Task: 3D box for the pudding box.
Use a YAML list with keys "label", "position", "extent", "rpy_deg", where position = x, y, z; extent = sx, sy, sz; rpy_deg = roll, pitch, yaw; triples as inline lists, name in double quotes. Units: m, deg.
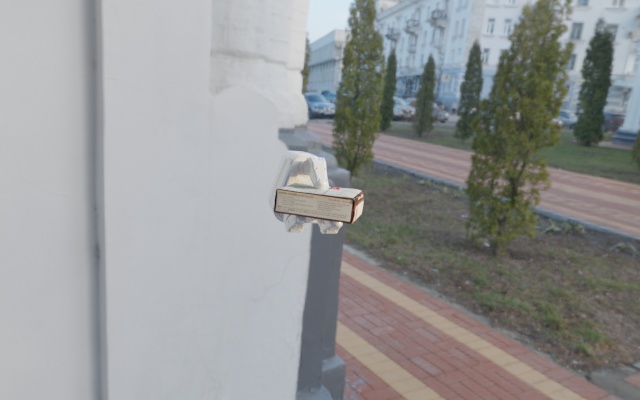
- label: "pudding box"
  position: [0.000, 0.002, 0.680]
  extent: [0.113, 0.039, 0.090]
  rpy_deg: [6, 9, 12]
